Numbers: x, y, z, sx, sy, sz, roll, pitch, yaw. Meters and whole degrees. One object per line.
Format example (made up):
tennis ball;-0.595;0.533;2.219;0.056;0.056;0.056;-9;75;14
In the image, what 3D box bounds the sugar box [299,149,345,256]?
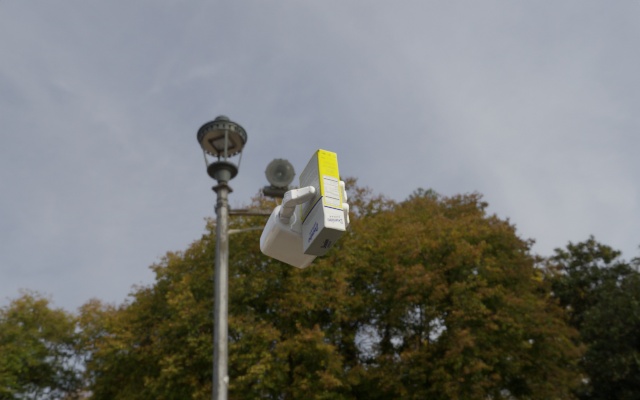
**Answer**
sugar box;0.001;0.003;0.862;0.048;0.176;0.093;10;-39;-23
